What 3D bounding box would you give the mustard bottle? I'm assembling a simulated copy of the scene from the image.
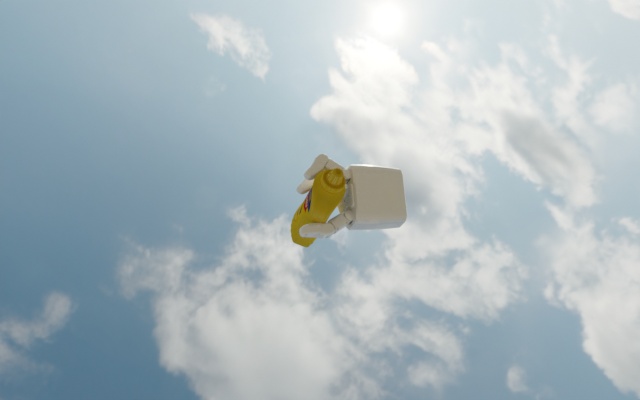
[{"bbox_3d":[0.000,0.003,0.847,0.058,0.096,0.192,23,-35,-7],"label":"mustard bottle"}]
